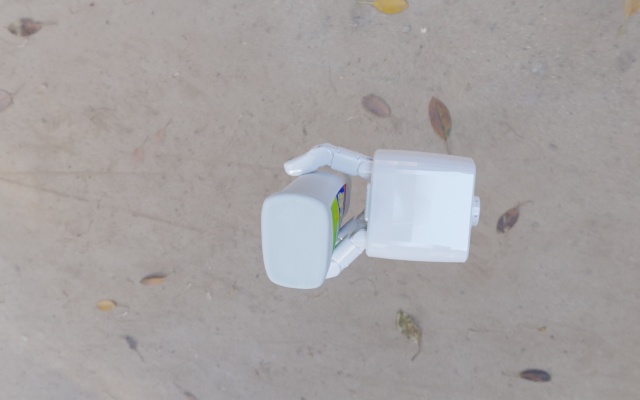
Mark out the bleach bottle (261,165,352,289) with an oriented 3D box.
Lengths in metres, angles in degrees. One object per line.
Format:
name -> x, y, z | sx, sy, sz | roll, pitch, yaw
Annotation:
bleach bottle -> 0.000, 0.002, 0.564 | 0.068, 0.103, 0.250 | 5, 20, 10
